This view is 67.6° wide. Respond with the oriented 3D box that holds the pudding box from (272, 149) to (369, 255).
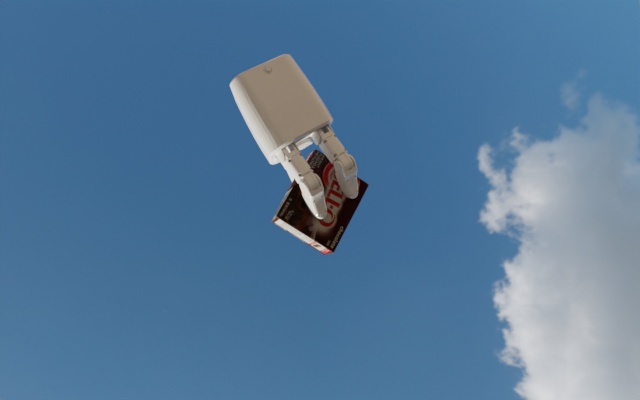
[{"bbox_3d":[0.000,0.002,0.636,0.090,0.113,0.039,33,-19,-10],"label":"pudding box"}]
